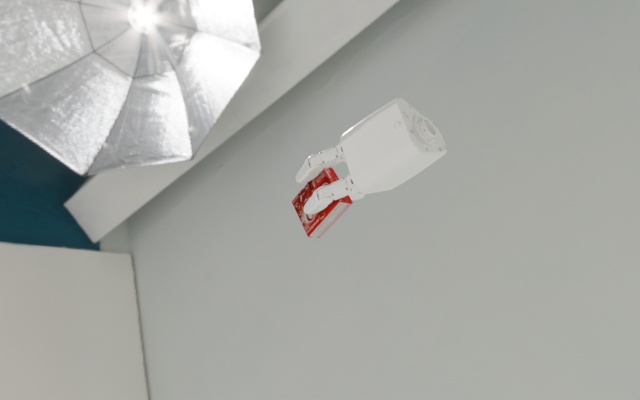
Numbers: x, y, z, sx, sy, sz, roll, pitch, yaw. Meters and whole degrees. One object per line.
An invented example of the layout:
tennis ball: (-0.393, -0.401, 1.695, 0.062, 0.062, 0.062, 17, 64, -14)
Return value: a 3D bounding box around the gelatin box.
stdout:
gelatin box: (0.000, 0.003, 0.740, 0.030, 0.073, 0.089, 8, -47, -43)
